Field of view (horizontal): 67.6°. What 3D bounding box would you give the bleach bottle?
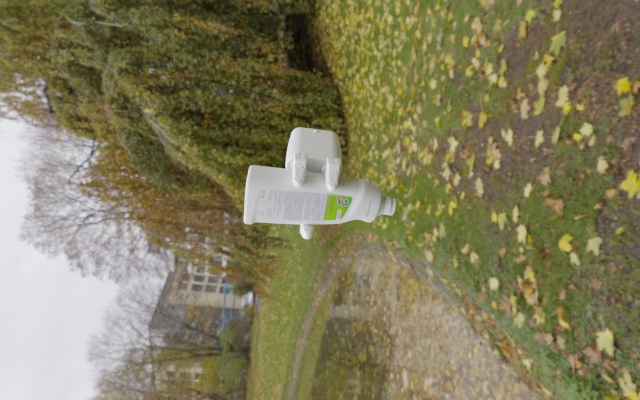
[{"bbox_3d":[0.000,0.003,0.813,0.251,0.103,0.068,7,39,-5],"label":"bleach bottle"}]
